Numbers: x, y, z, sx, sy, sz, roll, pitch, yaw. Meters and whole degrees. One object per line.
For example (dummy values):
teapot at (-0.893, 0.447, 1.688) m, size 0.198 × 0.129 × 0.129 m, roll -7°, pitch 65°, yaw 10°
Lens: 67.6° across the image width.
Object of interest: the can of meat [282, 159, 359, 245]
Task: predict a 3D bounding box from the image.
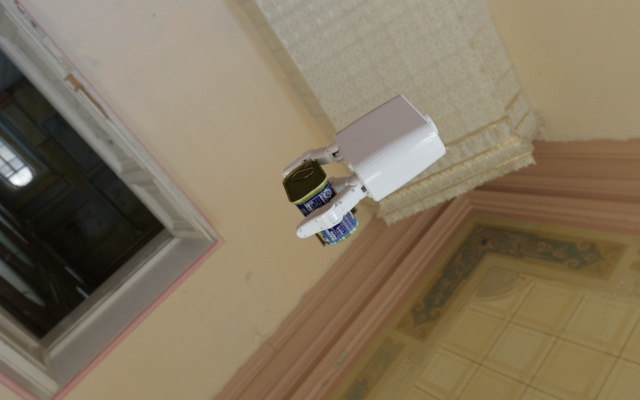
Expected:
can of meat at (0.000, 0.002, 0.637) m, size 0.057 × 0.084 × 0.102 m, roll -36°, pitch 25°, yaw 3°
